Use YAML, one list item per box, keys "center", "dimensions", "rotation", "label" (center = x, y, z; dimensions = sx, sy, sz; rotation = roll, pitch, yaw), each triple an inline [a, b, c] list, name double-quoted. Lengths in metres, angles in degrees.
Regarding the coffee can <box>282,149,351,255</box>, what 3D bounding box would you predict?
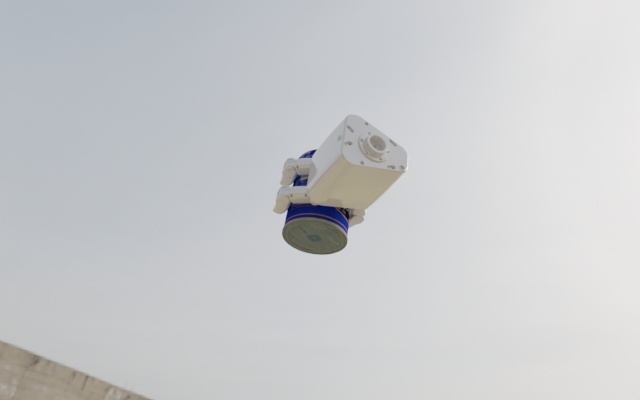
- center: [0.000, 0.003, 0.775]
  dimensions: [0.103, 0.140, 0.103]
  rotation: [6, -34, 4]
  label: "coffee can"
